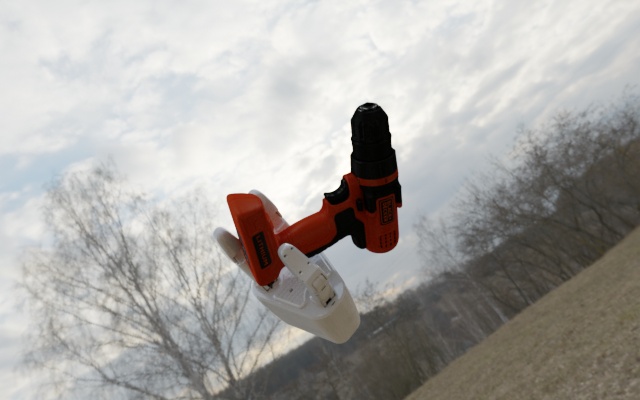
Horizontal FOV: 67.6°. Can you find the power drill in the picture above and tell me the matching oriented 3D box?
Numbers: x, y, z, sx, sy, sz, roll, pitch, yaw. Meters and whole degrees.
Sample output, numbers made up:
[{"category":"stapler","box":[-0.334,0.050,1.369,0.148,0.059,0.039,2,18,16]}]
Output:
[{"category":"power drill","box":[0.000,0.002,0.512,0.187,0.184,0.057,-19,32,-14]}]
